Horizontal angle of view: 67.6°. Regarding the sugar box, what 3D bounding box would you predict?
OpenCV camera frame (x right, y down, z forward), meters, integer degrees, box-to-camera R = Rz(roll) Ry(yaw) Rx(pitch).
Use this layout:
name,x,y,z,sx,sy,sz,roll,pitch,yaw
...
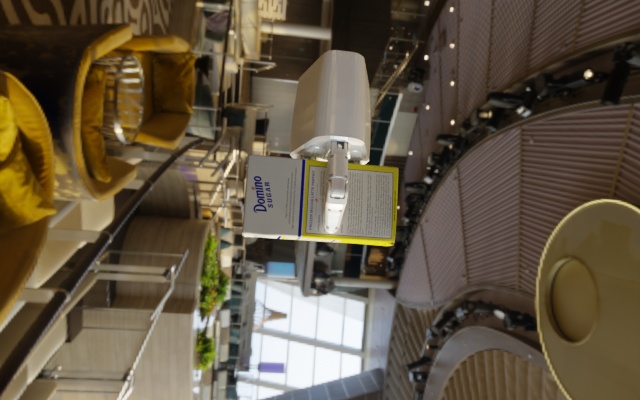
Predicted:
name,x,y,z,sx,sy,sz,roll,pitch,yaw
sugar box,0.000,0.002,0.560,0.176,0.093,0.048,5,-10,-6
